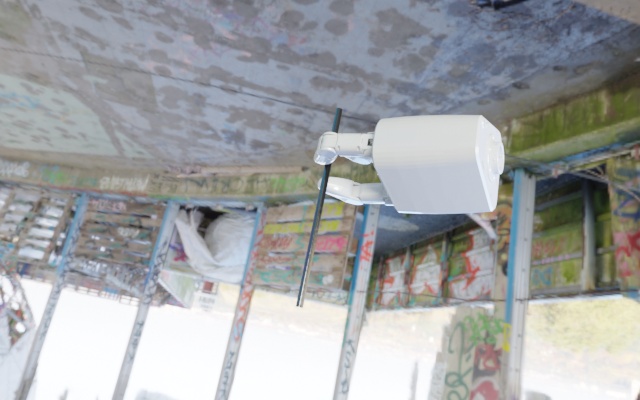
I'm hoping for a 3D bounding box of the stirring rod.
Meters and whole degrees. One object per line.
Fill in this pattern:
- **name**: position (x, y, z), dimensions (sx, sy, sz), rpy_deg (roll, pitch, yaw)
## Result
- **stirring rod**: position (0.000, 0.002, 0.548), dimensions (0.011, 0.239, 0.011), rpy_deg (11, -16, 3)
